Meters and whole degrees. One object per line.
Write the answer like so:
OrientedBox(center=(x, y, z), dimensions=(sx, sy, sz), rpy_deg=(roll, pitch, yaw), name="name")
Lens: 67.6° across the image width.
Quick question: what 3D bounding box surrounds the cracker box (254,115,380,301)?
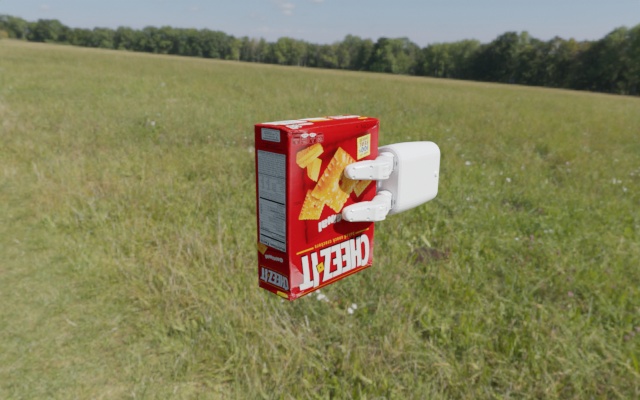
OrientedBox(center=(0.000, 0.002, 0.624), dimensions=(0.164, 0.214, 0.072), rpy_deg=(-14, 21, -43), name="cracker box")
